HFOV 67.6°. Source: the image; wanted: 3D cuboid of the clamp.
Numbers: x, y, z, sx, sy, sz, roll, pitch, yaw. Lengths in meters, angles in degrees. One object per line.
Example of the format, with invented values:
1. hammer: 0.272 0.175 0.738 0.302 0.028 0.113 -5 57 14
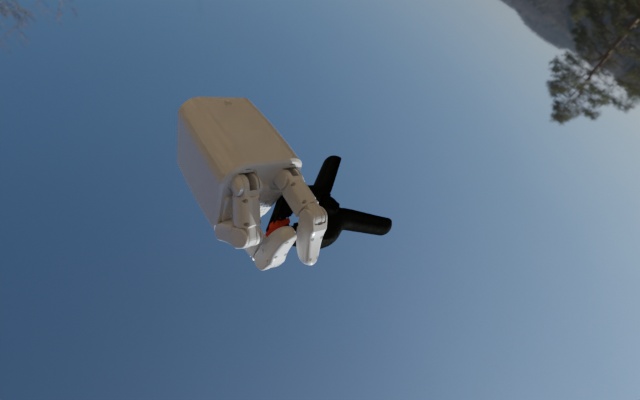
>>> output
1. clamp: 0.000 0.002 0.550 0.171 0.120 0.039 -10 -35 -46
